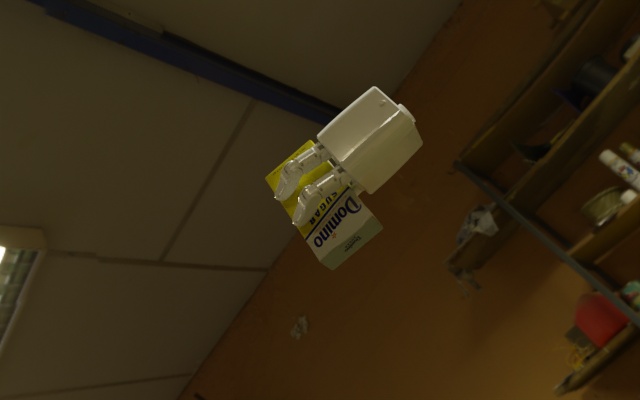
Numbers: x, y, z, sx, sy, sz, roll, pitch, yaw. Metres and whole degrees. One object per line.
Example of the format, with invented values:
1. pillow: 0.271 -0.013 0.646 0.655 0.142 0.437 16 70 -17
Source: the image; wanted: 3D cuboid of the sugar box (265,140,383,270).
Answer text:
1. sugar box: 0.000 0.002 0.673 0.176 0.093 0.048 53 6 39
